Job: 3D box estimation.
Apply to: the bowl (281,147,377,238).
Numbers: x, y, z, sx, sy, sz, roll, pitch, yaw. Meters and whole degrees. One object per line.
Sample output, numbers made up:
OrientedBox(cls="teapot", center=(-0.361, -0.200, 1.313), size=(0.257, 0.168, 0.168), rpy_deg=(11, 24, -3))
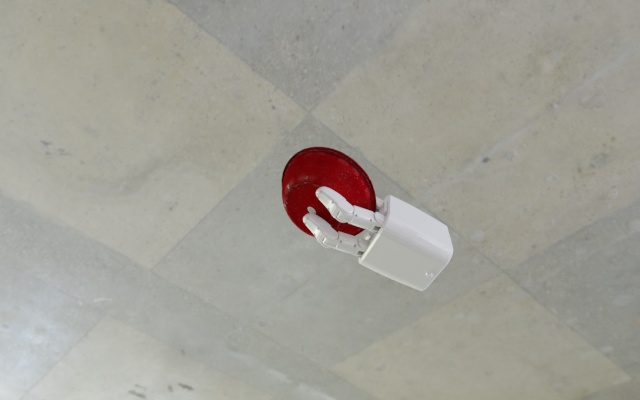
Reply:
OrientedBox(cls="bowl", center=(-0.001, 0.002, 0.725), size=(0.162, 0.162, 0.055), rpy_deg=(0, 28, 29))
